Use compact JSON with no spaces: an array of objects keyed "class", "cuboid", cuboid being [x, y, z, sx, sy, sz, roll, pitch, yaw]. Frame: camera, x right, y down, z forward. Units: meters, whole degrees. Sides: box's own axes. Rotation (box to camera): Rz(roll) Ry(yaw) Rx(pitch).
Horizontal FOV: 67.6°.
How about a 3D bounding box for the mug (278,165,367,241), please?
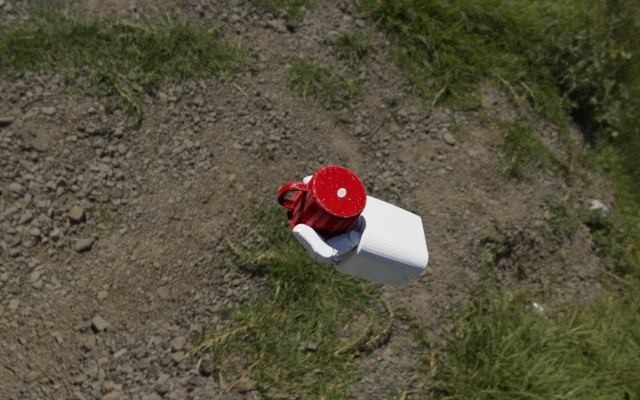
[{"class":"mug","cuboid":[-0.001,0.002,0.647,0.117,0.093,0.081,18,-34,-15]}]
